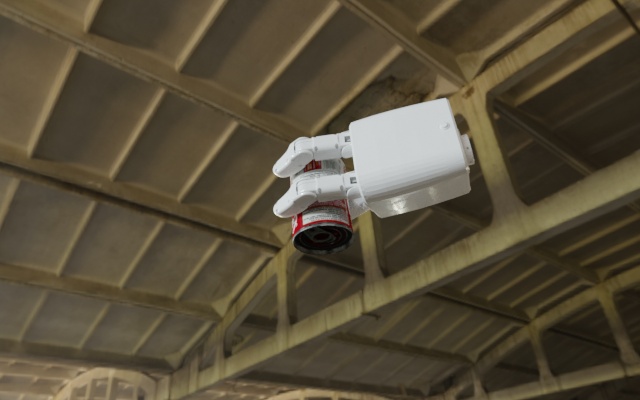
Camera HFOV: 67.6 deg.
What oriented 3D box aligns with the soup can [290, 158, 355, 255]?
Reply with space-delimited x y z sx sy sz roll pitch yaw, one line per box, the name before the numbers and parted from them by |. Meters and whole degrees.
soup can | 0.000 0.002 0.545 0.068 0.102 0.068 -4 -33 -2
